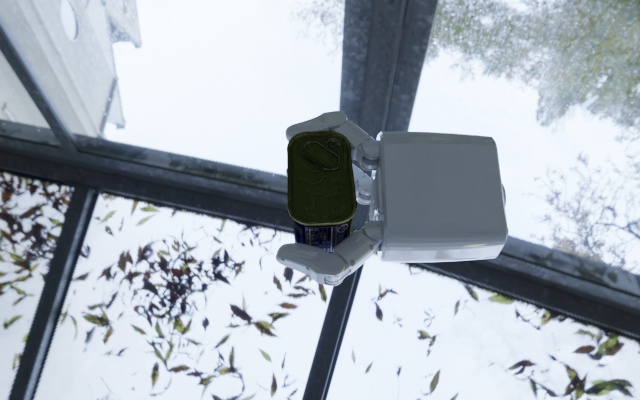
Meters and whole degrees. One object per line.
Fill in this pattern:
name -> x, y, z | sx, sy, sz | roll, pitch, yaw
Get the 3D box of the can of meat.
can of meat -> 0.000, 0.002, 0.442 | 0.057, 0.102, 0.084 | -3, -36, -2
